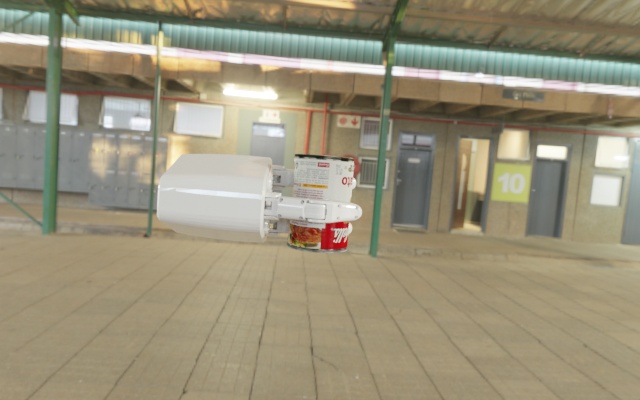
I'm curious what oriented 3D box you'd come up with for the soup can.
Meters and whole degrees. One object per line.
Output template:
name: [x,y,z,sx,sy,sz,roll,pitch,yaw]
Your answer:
soup can: [0.001,0.001,0.528,0.068,0.102,0.068,5,4,0]
